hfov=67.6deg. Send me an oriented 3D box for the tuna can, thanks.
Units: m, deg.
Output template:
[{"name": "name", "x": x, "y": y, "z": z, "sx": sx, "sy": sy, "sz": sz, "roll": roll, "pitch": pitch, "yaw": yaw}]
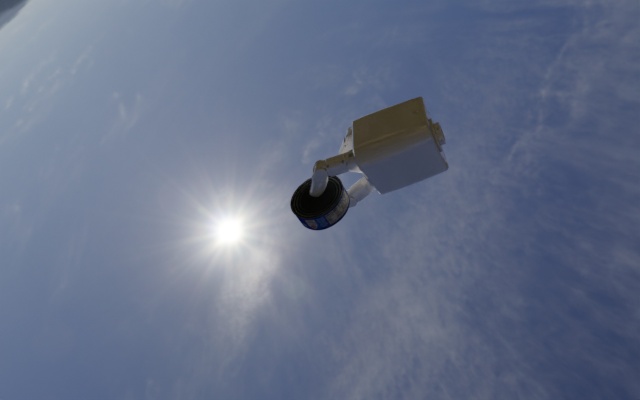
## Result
[{"name": "tuna can", "x": 0.000, "y": 0.003, "z": 0.718, "sx": 0.086, "sy": 0.086, "sz": 0.034, "roll": 0, "pitch": -39, "yaw": 32}]
